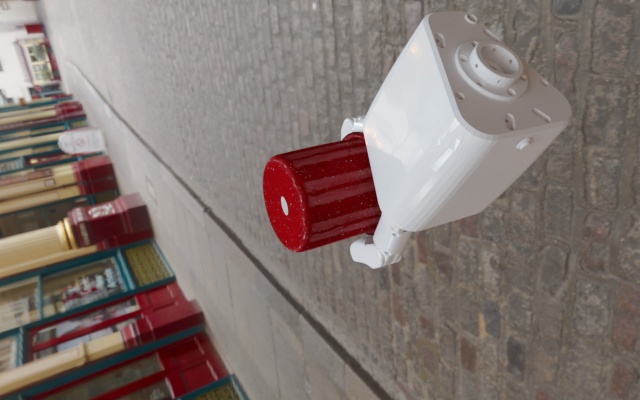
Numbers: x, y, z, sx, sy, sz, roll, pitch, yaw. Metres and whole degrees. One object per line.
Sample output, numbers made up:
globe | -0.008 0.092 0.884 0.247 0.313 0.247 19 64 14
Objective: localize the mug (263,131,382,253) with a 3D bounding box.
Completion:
mug | -0.001 0.002 0.411 0.081 0.093 0.117 -15 -27 -27
